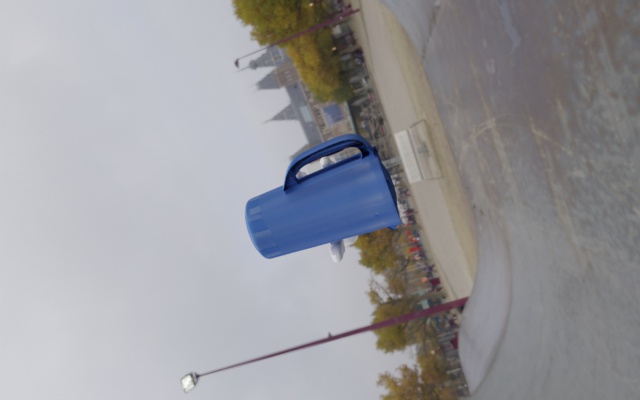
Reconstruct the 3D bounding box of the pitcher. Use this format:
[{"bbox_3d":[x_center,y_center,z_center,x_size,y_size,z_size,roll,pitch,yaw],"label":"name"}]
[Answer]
[{"bbox_3d":[0.000,0.003,0.784,0.243,0.149,0.145,-19,-14,9],"label":"pitcher"}]
